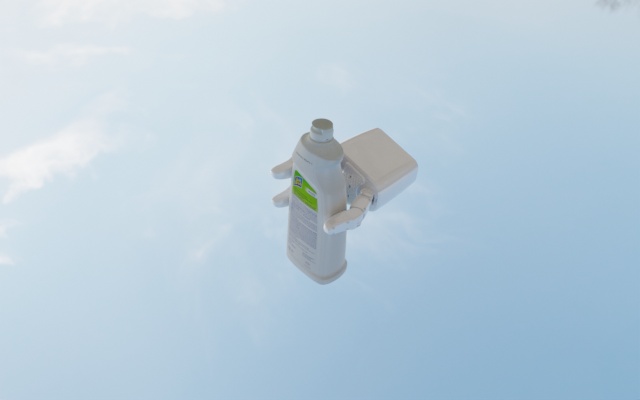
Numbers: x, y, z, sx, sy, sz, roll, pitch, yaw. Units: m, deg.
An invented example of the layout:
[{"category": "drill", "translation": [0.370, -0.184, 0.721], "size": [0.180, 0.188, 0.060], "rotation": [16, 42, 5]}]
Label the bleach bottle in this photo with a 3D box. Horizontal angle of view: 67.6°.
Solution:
[{"category": "bleach bottle", "translation": [0.000, 0.002, 0.688], "size": [0.102, 0.251, 0.068], "rotation": [34, 47, 31]}]
